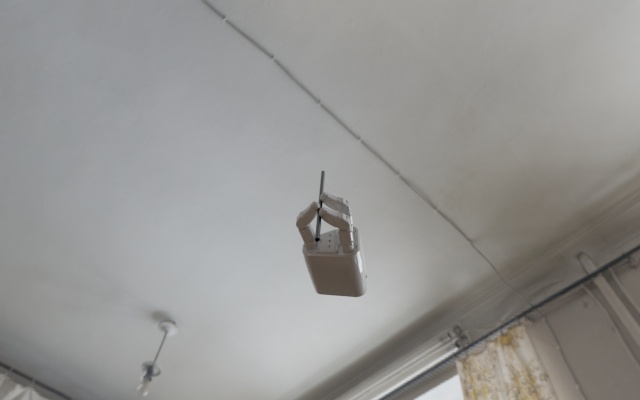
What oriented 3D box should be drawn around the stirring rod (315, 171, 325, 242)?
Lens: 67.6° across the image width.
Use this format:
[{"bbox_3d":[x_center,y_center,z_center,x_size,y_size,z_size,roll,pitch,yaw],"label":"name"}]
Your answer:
[{"bbox_3d":[0.000,0.003,0.879,0.011,0.011,0.239,0,30,3],"label":"stirring rod"}]
